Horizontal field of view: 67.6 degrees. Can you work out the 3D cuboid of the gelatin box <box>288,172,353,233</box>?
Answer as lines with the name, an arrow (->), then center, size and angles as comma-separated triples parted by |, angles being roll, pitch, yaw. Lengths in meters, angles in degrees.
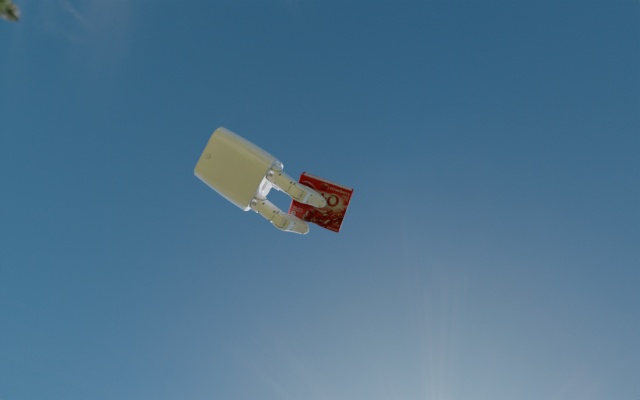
gelatin box -> 0.001, 0.003, 0.771 | 0.089, 0.073, 0.030 | 19, 13, 3
